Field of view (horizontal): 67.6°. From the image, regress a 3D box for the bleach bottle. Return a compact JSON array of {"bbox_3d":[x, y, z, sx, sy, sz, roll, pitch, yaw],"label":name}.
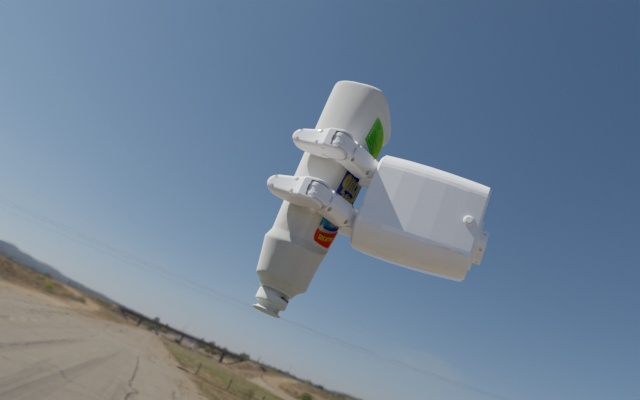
[{"bbox_3d":[0.000,0.002,0.496,0.068,0.250,0.103,17,-22,19],"label":"bleach bottle"}]
